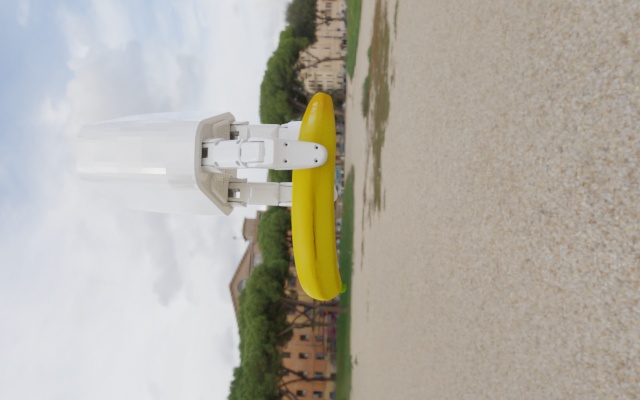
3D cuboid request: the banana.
[{"bbox_3d":[-0.003,0.012,0.408,0.037,0.198,0.069,1,24,10],"label":"banana"}]
